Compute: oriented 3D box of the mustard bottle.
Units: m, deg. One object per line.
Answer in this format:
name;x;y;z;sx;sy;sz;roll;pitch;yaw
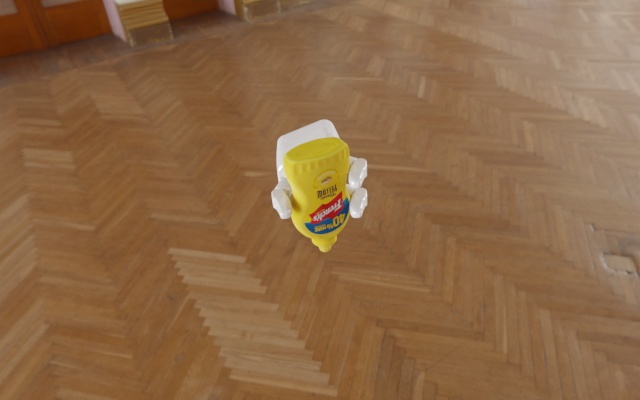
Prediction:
mustard bottle;0.000;0.002;0.736;0.096;0.192;0.058;-22;39;-22
